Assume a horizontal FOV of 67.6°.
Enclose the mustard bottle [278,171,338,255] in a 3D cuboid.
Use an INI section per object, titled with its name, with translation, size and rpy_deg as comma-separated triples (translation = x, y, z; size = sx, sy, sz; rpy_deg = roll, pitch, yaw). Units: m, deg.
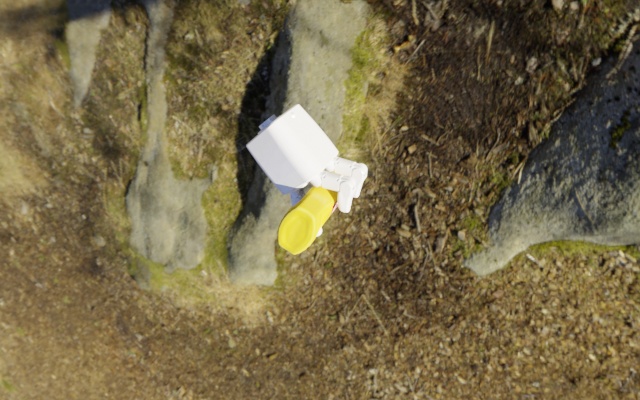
[mustard bottle]
translation = 0.000, 0.003, 0.792
size = 0.058, 0.096, 0.191
rpy_deg = 32, 39, 6
